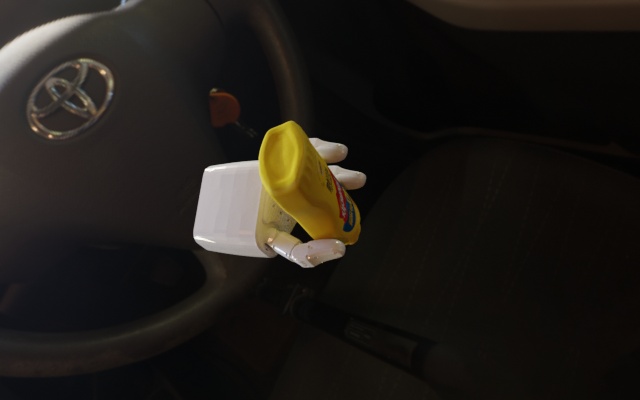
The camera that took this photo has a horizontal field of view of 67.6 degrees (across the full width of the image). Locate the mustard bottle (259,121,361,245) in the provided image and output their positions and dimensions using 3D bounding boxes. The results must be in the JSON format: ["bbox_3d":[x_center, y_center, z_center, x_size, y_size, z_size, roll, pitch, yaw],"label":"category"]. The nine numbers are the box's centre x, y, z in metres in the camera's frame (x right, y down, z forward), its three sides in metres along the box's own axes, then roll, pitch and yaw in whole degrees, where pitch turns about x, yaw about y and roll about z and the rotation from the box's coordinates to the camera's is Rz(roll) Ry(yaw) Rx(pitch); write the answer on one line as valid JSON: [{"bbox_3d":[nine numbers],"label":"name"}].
[{"bbox_3d":[0.000,0.002,0.554,0.058,0.096,0.192,-21,-39,16],"label":"mustard bottle"}]
